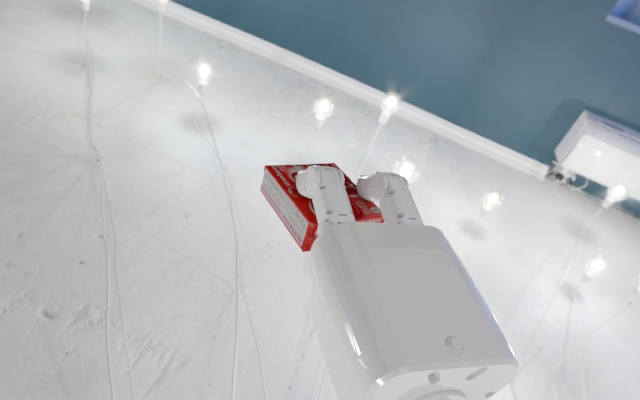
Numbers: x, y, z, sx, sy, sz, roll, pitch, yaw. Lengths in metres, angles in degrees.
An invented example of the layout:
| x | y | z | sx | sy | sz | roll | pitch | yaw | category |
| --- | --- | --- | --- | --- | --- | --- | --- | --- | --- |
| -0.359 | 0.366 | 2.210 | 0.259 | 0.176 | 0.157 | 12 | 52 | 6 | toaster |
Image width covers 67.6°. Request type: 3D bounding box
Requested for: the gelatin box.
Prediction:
| x | y | z | sx | sy | sz | roll | pitch | yaw | category |
| --- | --- | --- | --- | --- | --- | --- | --- | --- | --- |
| 0.000 | 0.002 | 0.406 | 0.073 | 0.030 | 0.089 | -5 | 37 | -32 | gelatin box |
